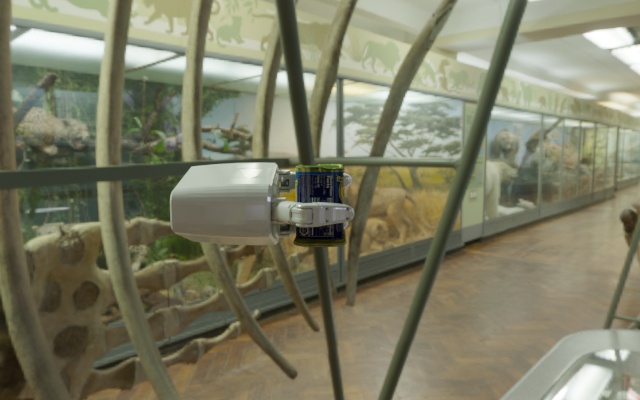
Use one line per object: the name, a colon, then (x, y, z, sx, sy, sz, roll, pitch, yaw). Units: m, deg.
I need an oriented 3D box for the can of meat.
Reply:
can of meat: (0.000, 0.001, 0.540, 0.057, 0.084, 0.102, 0, 6, 2)
